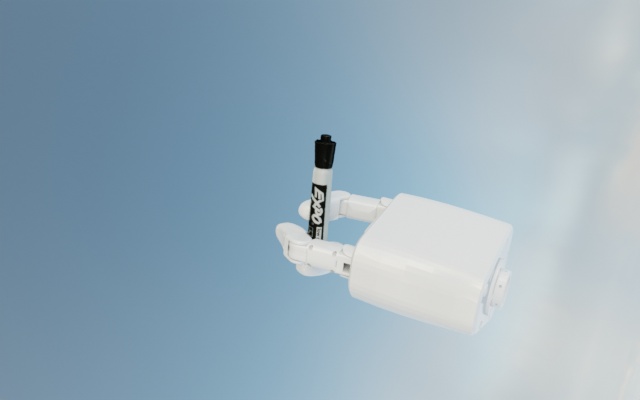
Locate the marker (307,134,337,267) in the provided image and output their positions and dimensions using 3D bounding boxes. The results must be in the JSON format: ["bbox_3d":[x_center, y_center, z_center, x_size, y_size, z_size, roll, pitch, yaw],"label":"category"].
[{"bbox_3d":[0.000,0.001,0.425,0.020,0.121,0.020,5,19,-2],"label":"marker"}]
